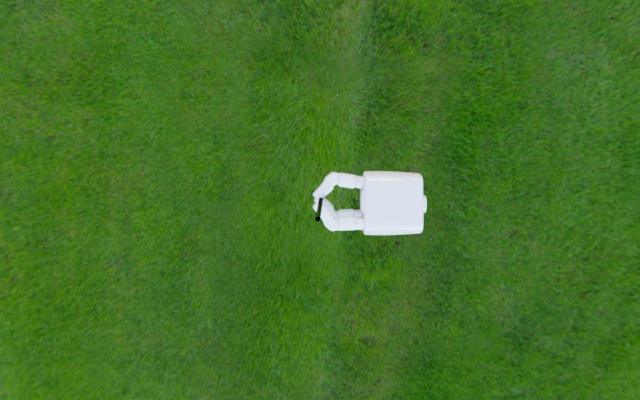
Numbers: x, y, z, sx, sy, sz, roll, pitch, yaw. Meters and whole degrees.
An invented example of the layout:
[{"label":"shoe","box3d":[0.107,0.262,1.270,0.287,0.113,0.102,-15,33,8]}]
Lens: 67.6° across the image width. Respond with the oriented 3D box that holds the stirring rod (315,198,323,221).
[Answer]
[{"label":"stirring rod","box3d":[0.000,0.003,0.856,0.011,0.011,0.239,0,12,2]}]
